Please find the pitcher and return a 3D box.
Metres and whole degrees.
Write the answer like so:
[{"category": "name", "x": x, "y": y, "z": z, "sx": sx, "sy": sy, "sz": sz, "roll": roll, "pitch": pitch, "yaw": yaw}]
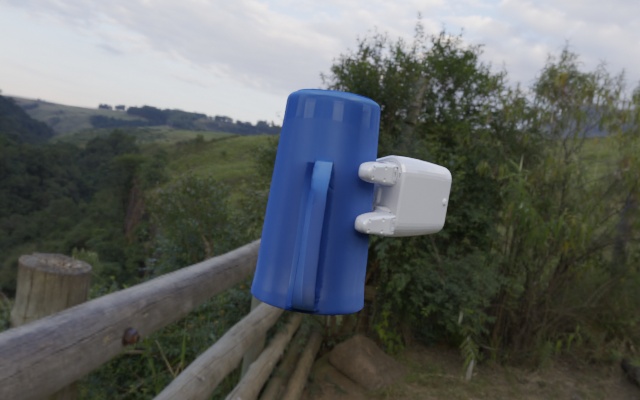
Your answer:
[{"category": "pitcher", "x": 0.000, "y": 0.002, "z": 0.543, "sx": 0.145, "sy": 0.243, "sz": 0.149, "roll": 4, "pitch": 6, "yaw": -41}]
